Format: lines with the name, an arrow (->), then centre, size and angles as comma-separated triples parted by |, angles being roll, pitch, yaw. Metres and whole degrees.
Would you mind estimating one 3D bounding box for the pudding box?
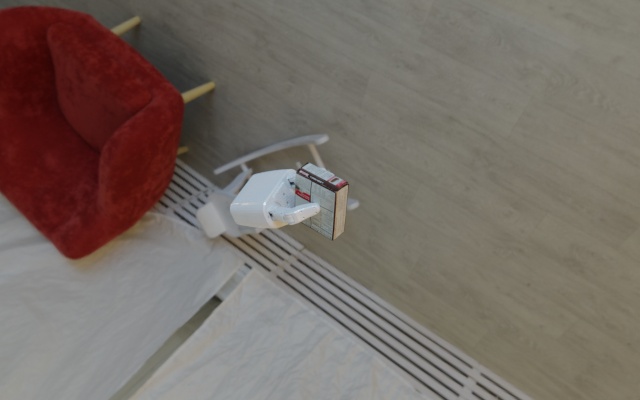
pudding box -> 0.000, 0.003, 0.819 | 0.090, 0.114, 0.039 | 28, 47, 27
